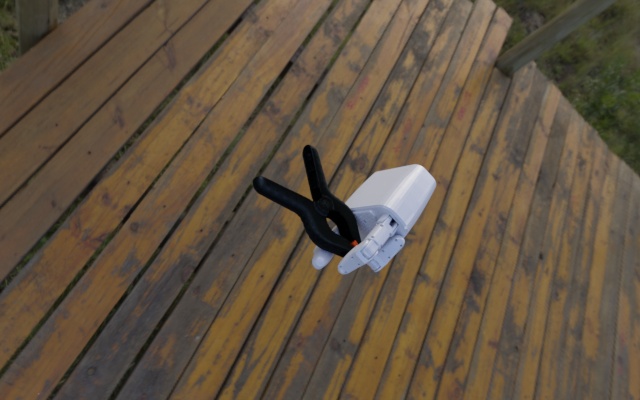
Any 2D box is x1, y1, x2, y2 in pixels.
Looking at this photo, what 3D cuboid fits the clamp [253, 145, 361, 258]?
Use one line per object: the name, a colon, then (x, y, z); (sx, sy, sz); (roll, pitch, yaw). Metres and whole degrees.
clamp: (0.000, 0.002, 0.656); (0.120, 0.171, 0.039); (-48, 8, -34)
